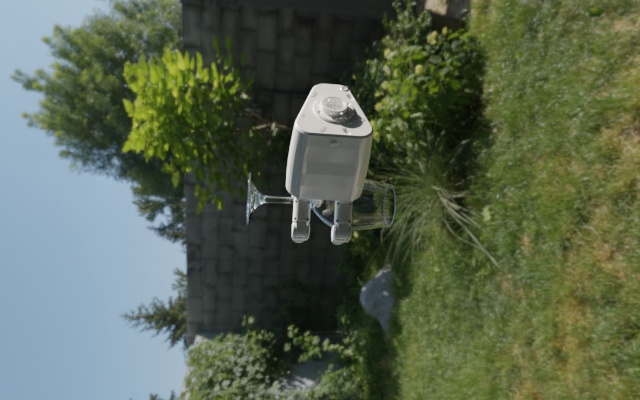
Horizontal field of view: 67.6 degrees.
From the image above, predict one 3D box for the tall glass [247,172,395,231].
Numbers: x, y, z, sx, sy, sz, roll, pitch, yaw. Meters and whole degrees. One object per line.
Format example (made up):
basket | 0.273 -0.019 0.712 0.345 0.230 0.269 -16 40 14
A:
tall glass | -0.001 0.002 0.670 0.201 0.079 0.079 3 0 -6
